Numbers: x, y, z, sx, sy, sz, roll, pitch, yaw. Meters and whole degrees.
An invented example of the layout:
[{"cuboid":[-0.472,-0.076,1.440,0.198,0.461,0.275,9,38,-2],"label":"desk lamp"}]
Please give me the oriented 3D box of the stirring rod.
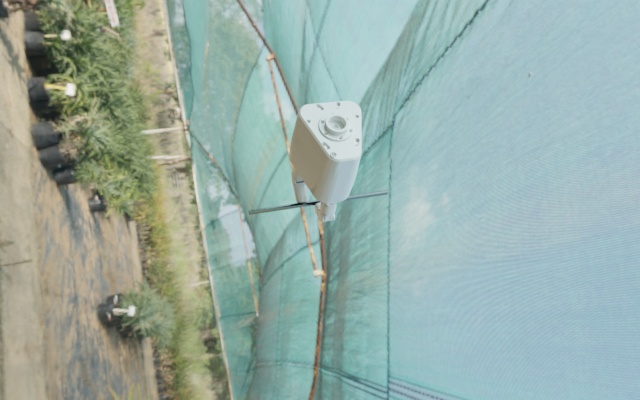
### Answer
[{"cuboid":[0.000,0.003,0.799,0.239,0.011,0.011,-8,2,-15],"label":"stirring rod"}]
